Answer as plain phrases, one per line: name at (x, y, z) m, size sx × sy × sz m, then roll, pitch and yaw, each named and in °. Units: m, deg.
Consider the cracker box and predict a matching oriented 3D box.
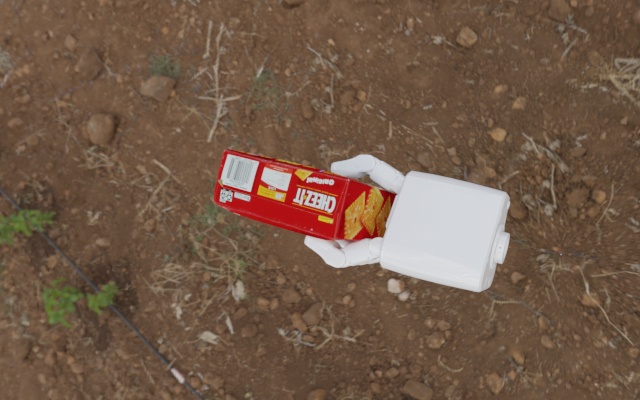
cracker box at (0.000, 0.002, 0.591) m, size 0.164 × 0.072 × 0.214 m, roll 15°, pitch 1°, yaw 27°
